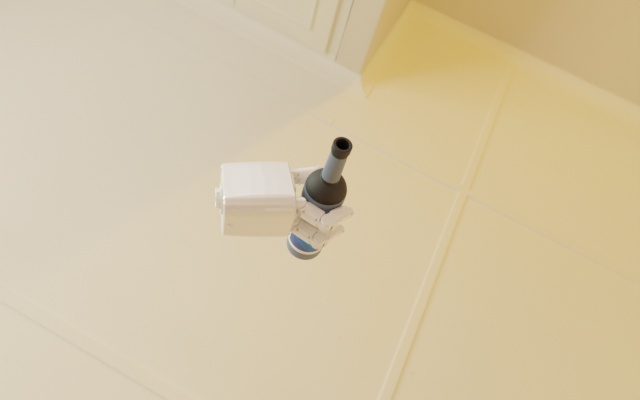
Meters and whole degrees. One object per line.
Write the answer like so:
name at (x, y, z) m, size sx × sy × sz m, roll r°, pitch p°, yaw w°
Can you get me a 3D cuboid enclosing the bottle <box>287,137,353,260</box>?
bottle at (0.000, 0.003, 0.757) m, size 0.069 × 0.069 × 0.296 m, roll 0°, pitch -32°, yaw -14°
